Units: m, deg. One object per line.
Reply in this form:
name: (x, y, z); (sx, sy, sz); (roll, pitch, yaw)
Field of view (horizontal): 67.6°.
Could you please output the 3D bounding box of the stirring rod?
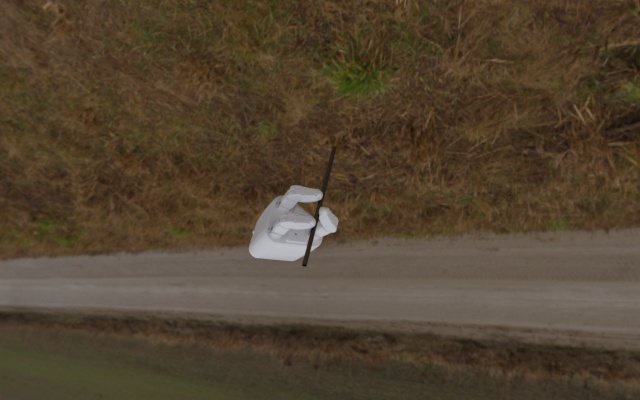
stirring rod: (0.000, 0.003, 0.817); (0.011, 0.239, 0.011); (11, -31, 6)
